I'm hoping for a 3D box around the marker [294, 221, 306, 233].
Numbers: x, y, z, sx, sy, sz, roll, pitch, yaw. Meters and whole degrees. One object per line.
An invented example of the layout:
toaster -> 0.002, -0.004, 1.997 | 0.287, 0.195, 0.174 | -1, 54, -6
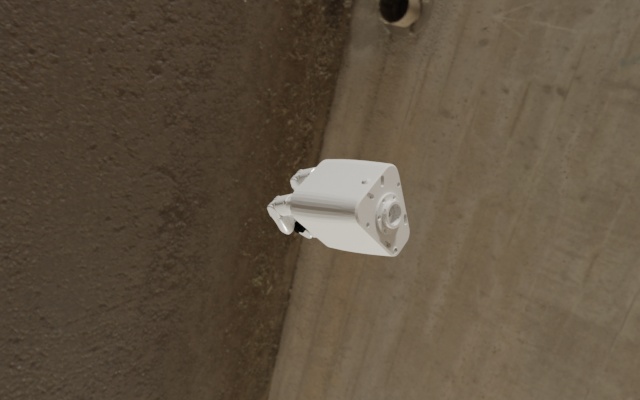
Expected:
marker -> 0.000, 0.002, 0.691 | 0.020, 0.020, 0.121 | 0, 41, 48
